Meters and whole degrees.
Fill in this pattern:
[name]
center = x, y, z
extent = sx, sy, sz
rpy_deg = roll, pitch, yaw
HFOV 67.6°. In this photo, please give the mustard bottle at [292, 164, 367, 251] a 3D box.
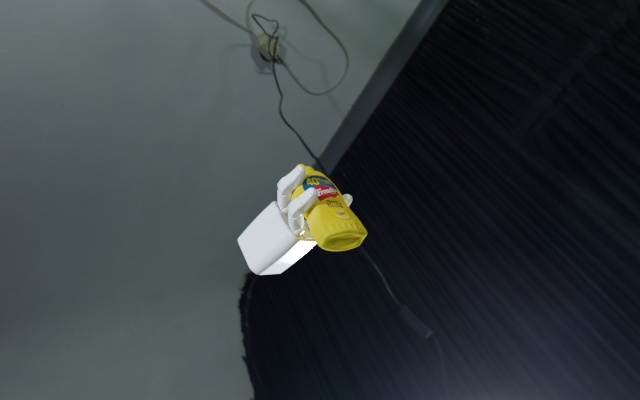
[mustard bottle]
center = 0.000, 0.003, 0.852
extent = 0.096, 0.058, 0.191
rpy_deg = 1, 42, -36
